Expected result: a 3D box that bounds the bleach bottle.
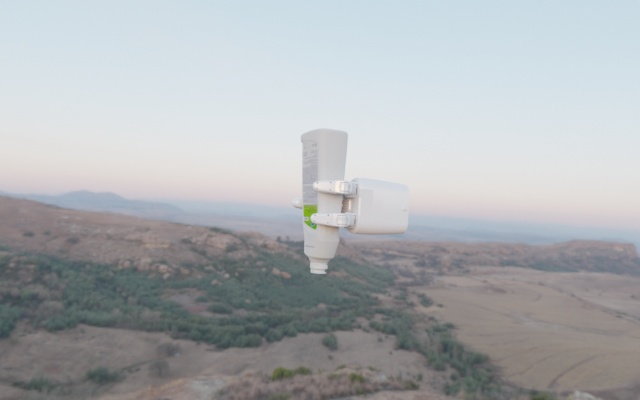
[{"bbox_3d":[0.000,0.003,0.855,0.068,0.251,0.102,4,-2,-24],"label":"bleach bottle"}]
